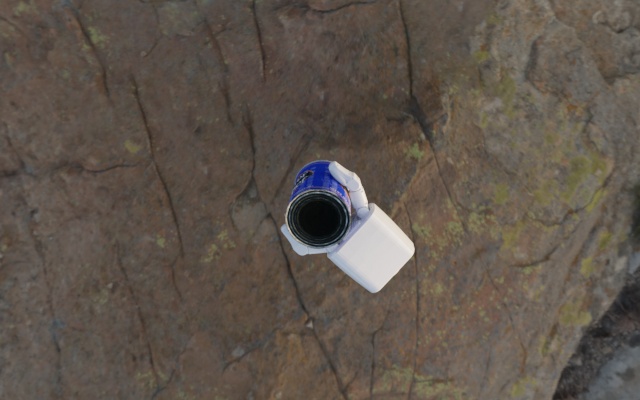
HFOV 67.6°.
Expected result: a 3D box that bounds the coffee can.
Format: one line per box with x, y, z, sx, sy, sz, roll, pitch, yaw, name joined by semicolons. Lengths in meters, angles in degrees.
0.000;0.002;0.796;0.103;0.103;0.140;0;23;4;coffee can
